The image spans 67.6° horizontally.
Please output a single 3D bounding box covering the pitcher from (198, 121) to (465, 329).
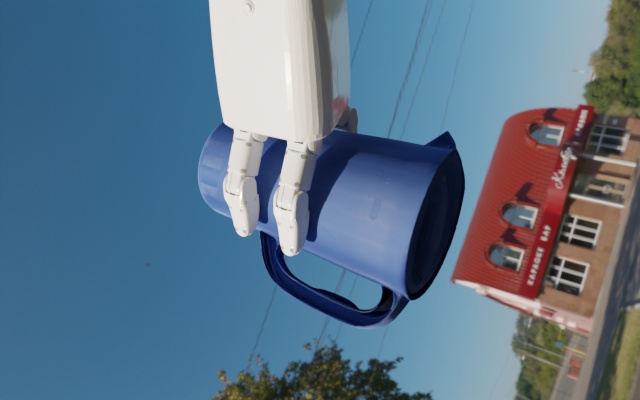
[{"bbox_3d":[0.000,0.001,0.455,0.243,0.145,0.149,17,37,28],"label":"pitcher"}]
